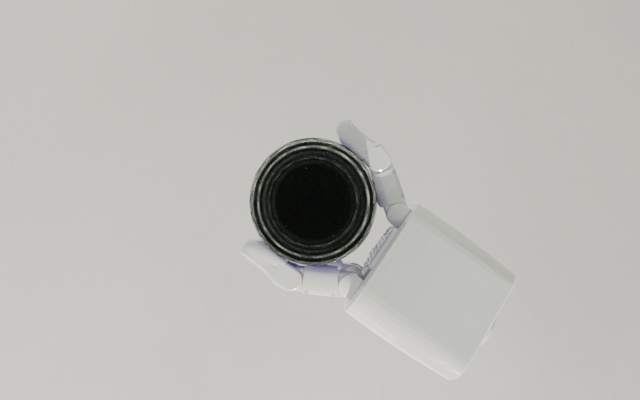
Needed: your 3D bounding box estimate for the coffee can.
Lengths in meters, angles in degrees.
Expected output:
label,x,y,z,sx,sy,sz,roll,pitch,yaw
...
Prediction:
label,x,y,z,sx,sy,sz,roll,pitch,yaw
coffee can,0.000,0.001,0.447,0.103,0.103,0.140,0,0,5
